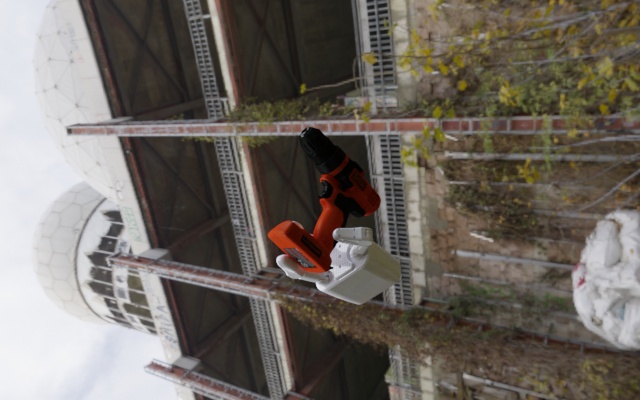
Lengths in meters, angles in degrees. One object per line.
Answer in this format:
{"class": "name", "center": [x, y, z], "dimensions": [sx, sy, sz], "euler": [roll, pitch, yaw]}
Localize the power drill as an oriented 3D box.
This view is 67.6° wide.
{"class": "power drill", "center": [0.000, 0.003, 0.744], "dimensions": [0.184, 0.187, 0.057], "euler": [45, -29, -22]}
